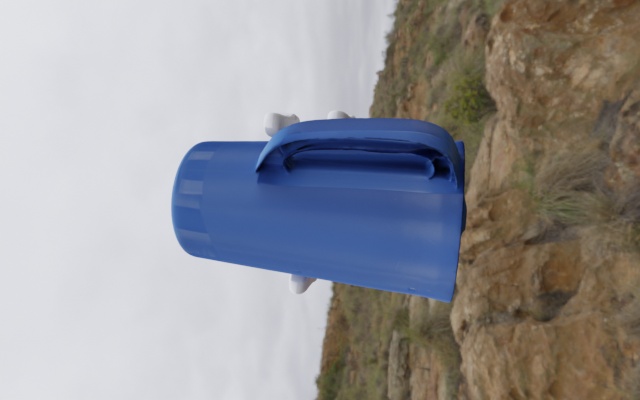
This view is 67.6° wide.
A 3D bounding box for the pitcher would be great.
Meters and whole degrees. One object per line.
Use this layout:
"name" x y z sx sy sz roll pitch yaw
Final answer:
"pitcher" 0.000 0.001 0.412 0.243 0.149 0.145 5 11 11
